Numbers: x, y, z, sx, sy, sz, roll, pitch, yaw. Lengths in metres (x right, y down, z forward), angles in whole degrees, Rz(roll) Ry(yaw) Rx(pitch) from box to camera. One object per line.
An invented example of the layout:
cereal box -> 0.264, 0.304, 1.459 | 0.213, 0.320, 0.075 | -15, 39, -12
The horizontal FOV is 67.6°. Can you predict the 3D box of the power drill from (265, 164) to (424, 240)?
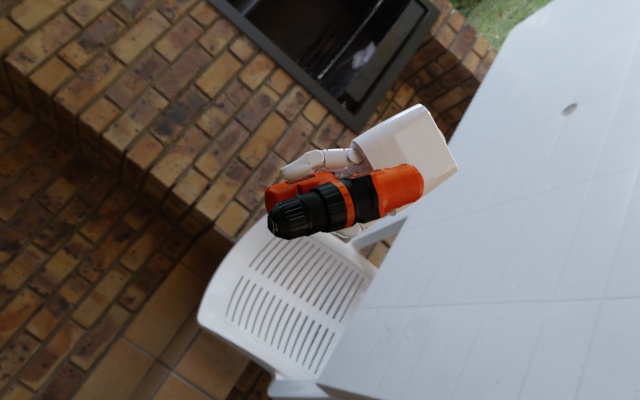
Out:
power drill -> 0.000, 0.002, 0.563 | 0.184, 0.057, 0.187 | -15, 8, -25
